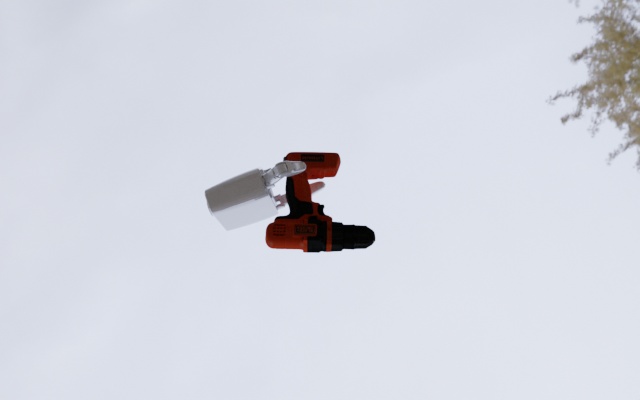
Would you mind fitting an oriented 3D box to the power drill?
[{"bbox_3d":[0.000,0.002,0.835,0.184,0.187,0.057,2,-33,-2],"label":"power drill"}]
